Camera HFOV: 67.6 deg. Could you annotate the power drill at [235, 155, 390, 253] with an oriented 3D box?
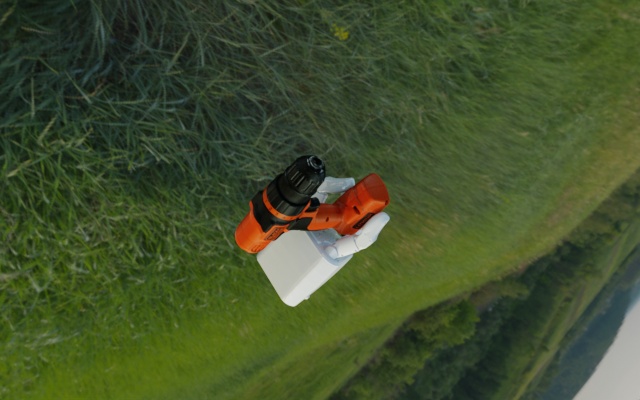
[{"bbox_3d":[0.000,0.002,0.625,0.187,0.057,0.184,-2,-29,-39],"label":"power drill"}]
